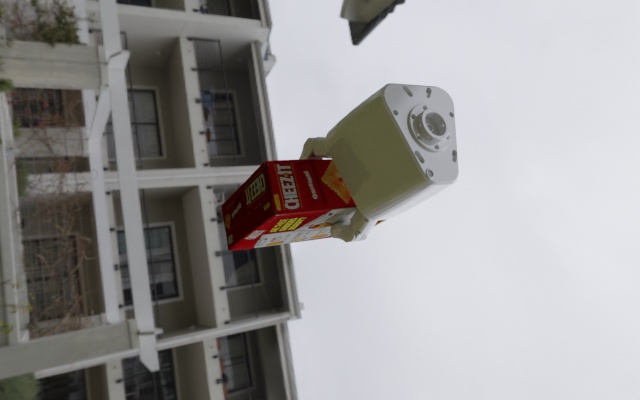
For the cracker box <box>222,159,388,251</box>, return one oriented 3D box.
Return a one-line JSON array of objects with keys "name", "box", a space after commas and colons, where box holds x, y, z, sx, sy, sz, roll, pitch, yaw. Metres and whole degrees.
[{"name": "cracker box", "box": [0.000, 0.002, 0.617, 0.213, 0.072, 0.164, -4, -17, -30]}]
